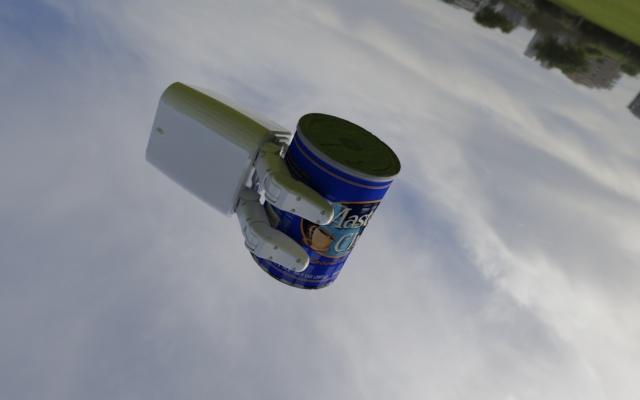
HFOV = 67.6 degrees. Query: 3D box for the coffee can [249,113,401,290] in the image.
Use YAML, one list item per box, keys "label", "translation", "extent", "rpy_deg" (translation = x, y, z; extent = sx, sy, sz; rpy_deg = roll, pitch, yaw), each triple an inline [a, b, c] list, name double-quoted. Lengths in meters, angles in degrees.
- label: "coffee can"
  translation: [0.000, 0.001, 0.466]
  extent: [0.103, 0.140, 0.102]
  rpy_deg: [20, 30, -12]
